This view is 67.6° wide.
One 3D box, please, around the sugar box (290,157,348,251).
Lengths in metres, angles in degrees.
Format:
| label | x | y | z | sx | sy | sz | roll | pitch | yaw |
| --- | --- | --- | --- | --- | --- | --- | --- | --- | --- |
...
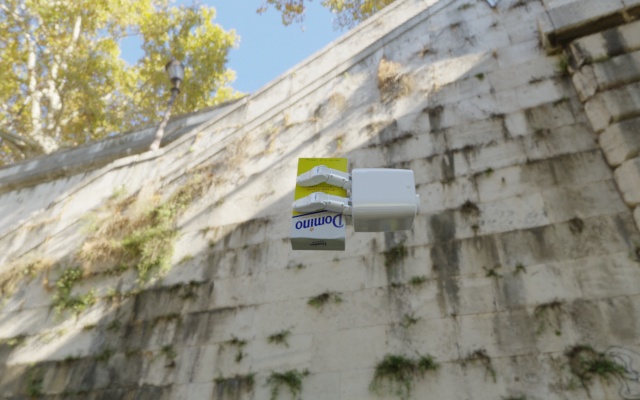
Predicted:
| label | x | y | z | sx | sy | sz | roll | pitch | yaw |
| --- | --- | --- | --- | --- | --- | --- | --- | --- | --- |
| sugar box | 0.000 | 0.002 | 0.837 | 0.093 | 0.176 | 0.048 | 0 | -39 | 4 |
